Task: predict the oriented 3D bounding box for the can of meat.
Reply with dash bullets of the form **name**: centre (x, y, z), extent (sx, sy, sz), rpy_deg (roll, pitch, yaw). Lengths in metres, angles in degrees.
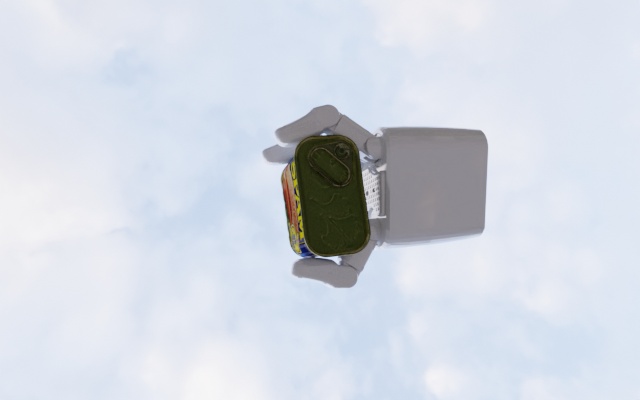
- **can of meat**: centre (0.000, 0.002, 0.432), extent (0.057, 0.102, 0.084), rpy_deg (-6, -7, -15)
